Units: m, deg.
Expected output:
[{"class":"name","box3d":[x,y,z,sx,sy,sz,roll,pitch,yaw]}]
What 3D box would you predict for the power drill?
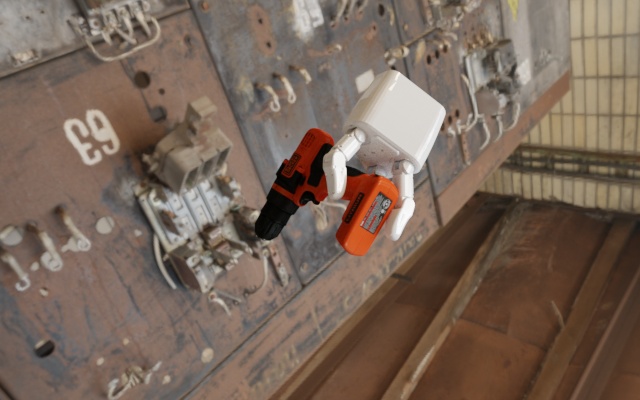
[{"class":"power drill","box3d":[0.001,0.002,0.657,0.187,0.184,0.057,31,2,42]}]
